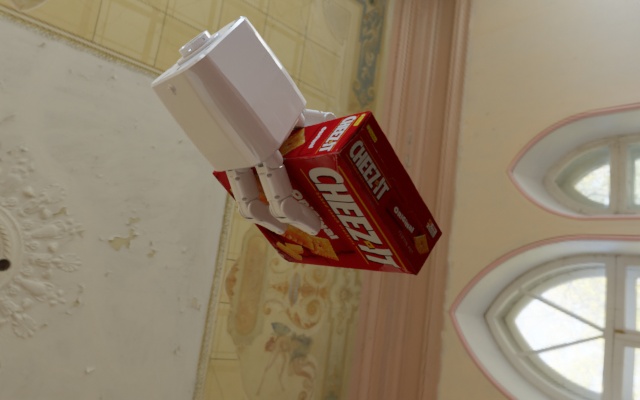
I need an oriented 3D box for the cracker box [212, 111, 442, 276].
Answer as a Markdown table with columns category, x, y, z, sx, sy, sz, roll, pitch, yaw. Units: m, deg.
| category | x | y | z | sx | sy | sz | roll | pitch | yaw |
| --- | --- | --- | --- | --- | --- | --- | --- | --- | --- |
| cracker box | 0.000 | 0.002 | 0.533 | 0.213 | 0.164 | 0.072 | -2 | 42 | 48 |
